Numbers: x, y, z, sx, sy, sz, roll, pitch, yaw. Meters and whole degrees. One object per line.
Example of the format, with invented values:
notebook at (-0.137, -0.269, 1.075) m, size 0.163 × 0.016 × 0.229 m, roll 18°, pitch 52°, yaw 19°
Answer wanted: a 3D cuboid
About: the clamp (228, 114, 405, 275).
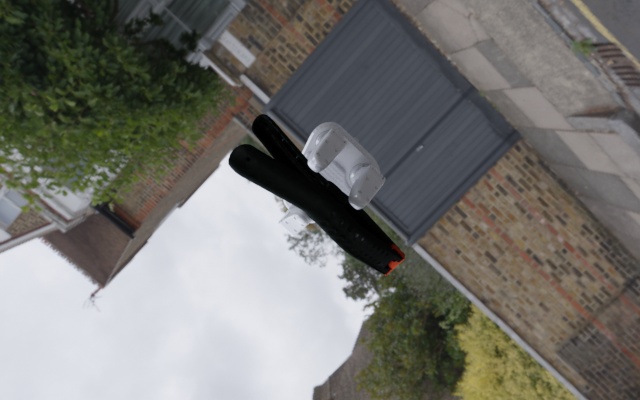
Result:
clamp at (0.000, 0.002, 0.457) m, size 0.210 × 0.036 × 0.164 m, roll 43°, pitch 15°, yaw -7°
